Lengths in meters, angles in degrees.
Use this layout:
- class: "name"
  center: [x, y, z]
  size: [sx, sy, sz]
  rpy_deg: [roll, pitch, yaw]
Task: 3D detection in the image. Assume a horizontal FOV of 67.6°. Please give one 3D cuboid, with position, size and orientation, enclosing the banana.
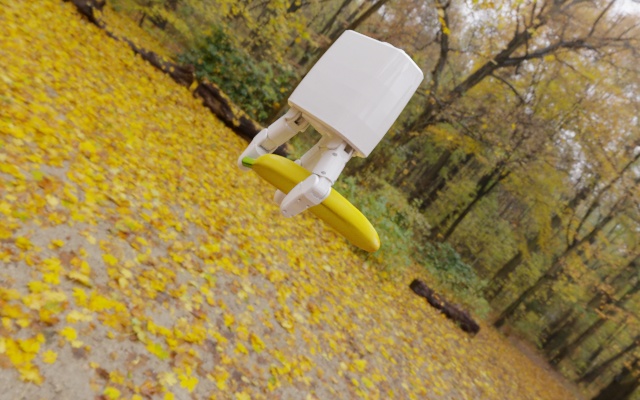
- class: "banana"
  center: [0.001, 0.001, 0.545]
  size: [0.198, 0.037, 0.069]
  rpy_deg: [36, -3, -12]
